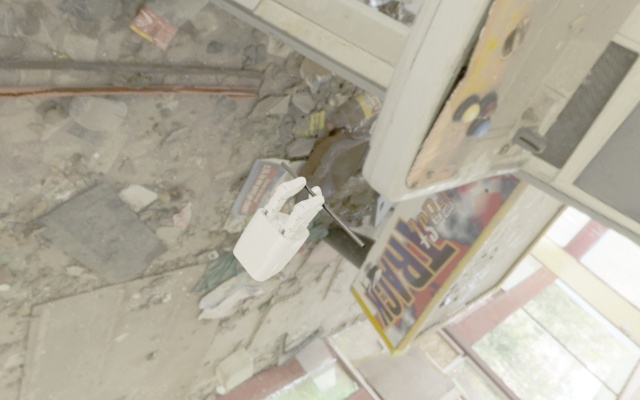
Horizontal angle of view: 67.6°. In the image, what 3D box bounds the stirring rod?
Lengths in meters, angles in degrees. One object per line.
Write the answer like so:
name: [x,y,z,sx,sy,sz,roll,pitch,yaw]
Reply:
stirring rod: [0.000,0.003,0.878,0.239,0.011,0.011,46,25,27]
